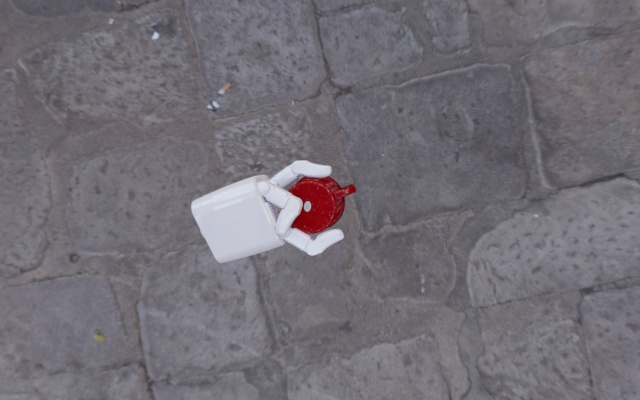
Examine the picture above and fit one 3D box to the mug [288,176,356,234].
[{"bbox_3d":[0.001,0.002,0.742,0.117,0.093,0.081,-19,3,9],"label":"mug"}]
